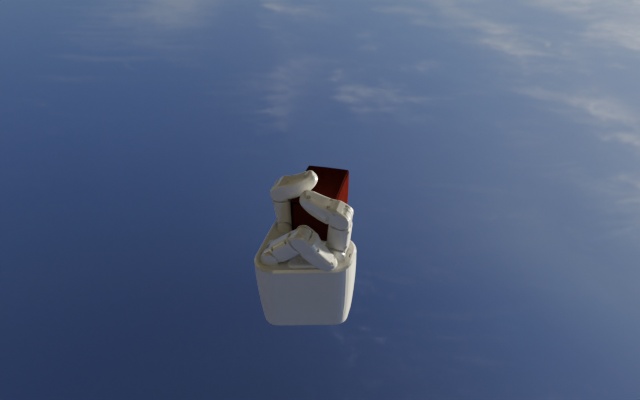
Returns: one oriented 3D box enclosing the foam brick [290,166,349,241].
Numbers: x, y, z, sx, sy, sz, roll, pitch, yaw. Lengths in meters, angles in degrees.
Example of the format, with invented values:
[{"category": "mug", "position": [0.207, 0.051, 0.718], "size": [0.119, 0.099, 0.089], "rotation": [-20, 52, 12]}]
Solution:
[{"category": "foam brick", "position": [0.000, 0.002, 0.574], "size": [0.053, 0.051, 0.078], "rotation": [9, 40, 13]}]
